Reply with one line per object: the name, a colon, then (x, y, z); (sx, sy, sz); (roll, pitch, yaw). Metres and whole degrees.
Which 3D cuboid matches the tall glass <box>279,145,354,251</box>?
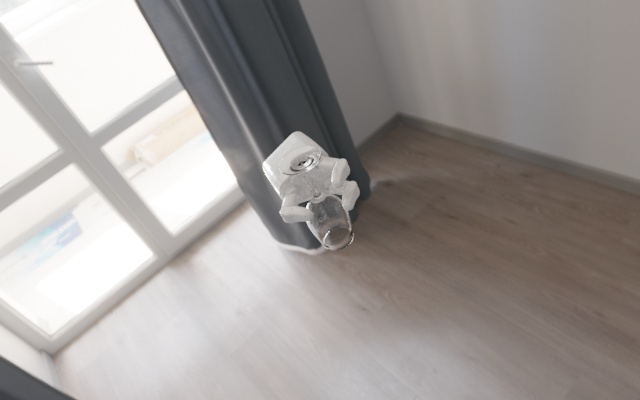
tall glass: (0.000, 0.002, 0.842); (0.079, 0.201, 0.079); (-15, 40, 13)
